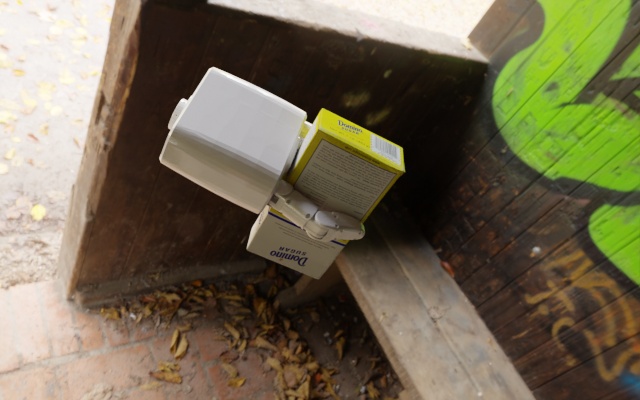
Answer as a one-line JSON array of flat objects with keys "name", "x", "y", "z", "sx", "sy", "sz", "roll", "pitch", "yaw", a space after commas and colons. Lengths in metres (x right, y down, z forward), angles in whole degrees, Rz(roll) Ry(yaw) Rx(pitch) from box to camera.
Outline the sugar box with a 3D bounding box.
[{"name": "sugar box", "x": 0.000, "y": 0.001, "z": 0.492, "sx": 0.093, "sy": 0.048, "sz": 0.176, "roll": 25, "pitch": -50, "yaw": -14}]
